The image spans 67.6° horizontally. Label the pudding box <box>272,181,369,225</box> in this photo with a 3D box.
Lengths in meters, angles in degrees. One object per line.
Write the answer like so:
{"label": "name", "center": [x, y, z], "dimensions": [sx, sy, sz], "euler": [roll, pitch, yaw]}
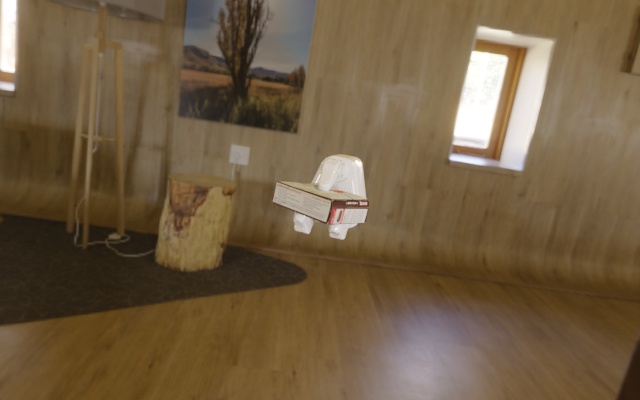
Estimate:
{"label": "pudding box", "center": [0.000, 0.002, 0.690], "dimensions": [0.113, 0.039, 0.090], "euler": [17, 11, 39]}
